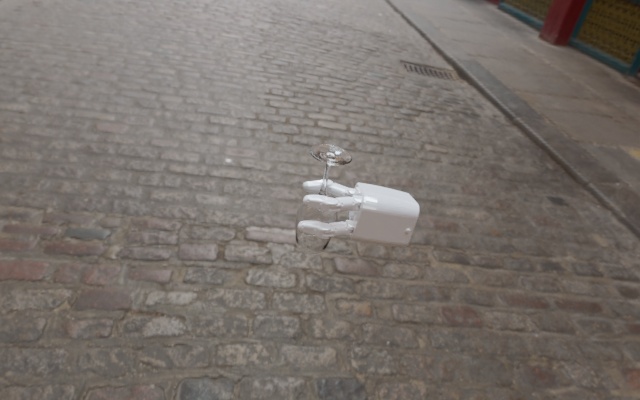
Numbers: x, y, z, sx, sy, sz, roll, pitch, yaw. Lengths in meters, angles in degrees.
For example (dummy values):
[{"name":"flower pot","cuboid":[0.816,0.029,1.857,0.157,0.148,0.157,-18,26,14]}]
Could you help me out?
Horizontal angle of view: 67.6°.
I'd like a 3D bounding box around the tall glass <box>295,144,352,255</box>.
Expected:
[{"name":"tall glass","cuboid":[0.000,0.002,0.876,0.079,0.201,0.079,9,32,-6]}]
